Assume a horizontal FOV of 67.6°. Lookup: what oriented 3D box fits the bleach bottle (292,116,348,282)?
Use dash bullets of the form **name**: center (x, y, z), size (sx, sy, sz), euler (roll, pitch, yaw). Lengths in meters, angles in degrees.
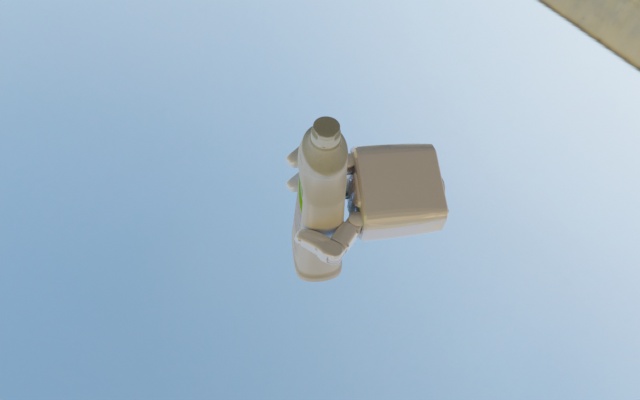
- **bleach bottle**: center (0.000, 0.002, 0.581), size (0.068, 0.102, 0.251), euler (-5, -33, -7)
